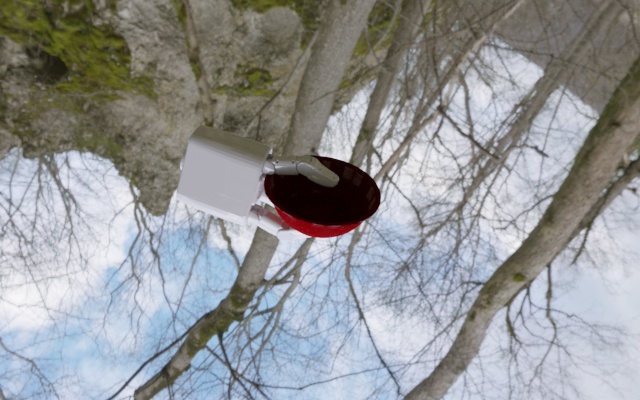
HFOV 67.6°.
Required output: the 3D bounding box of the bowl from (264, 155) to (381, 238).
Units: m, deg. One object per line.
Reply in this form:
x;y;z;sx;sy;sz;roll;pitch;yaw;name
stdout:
0.001;0.003;0.665;0.162;0.055;0.162;6;37;-5;bowl
